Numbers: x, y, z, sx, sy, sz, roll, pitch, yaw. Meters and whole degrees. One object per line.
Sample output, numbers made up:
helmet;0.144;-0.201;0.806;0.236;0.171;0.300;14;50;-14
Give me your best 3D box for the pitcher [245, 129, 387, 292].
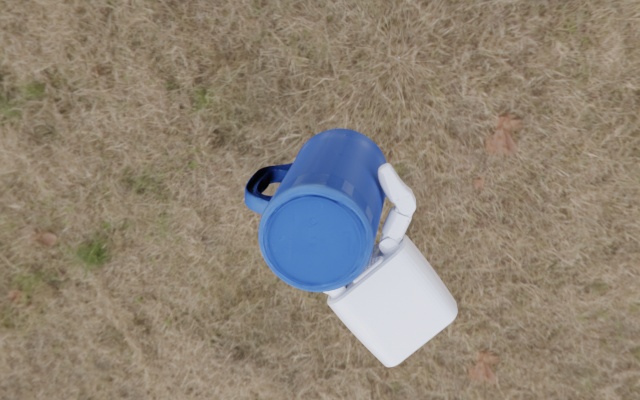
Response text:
pitcher;0.000;0.002;0.545;0.149;0.145;0.242;-37;8;17
